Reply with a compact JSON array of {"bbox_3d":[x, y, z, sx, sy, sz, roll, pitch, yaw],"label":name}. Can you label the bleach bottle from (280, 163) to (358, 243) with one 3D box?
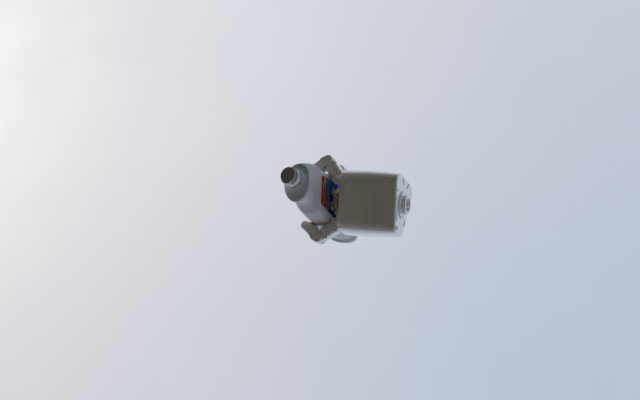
[{"bbox_3d":[0.000,0.003,0.879,0.068,0.102,0.251,3,-15,28],"label":"bleach bottle"}]
